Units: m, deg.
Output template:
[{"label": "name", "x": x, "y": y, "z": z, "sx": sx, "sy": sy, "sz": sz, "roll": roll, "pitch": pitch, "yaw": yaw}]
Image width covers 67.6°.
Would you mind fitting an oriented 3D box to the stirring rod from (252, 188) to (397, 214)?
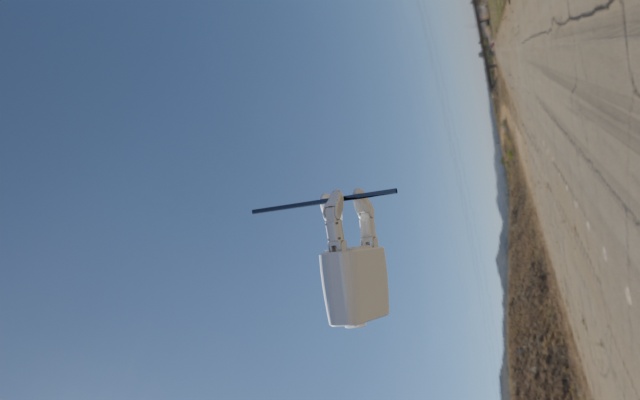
[{"label": "stirring rod", "x": 0.000, "y": 0.002, "z": 0.737, "sx": 0.239, "sy": 0.011, "sz": 0.011, "roll": -8, "pitch": -3, "yaw": 22}]
